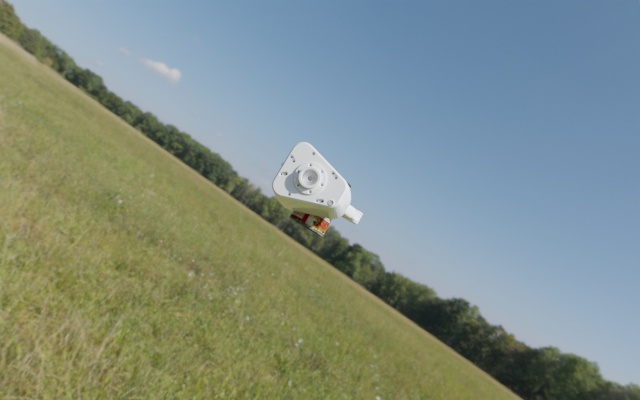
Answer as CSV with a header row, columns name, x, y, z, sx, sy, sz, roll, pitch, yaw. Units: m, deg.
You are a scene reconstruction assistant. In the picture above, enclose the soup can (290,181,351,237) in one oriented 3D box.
name,x,y,z,sx,sy,sz,roll,pitch,yaw
soup can,0.000,0.003,0.836,0.068,0.102,0.068,30,-6,3
